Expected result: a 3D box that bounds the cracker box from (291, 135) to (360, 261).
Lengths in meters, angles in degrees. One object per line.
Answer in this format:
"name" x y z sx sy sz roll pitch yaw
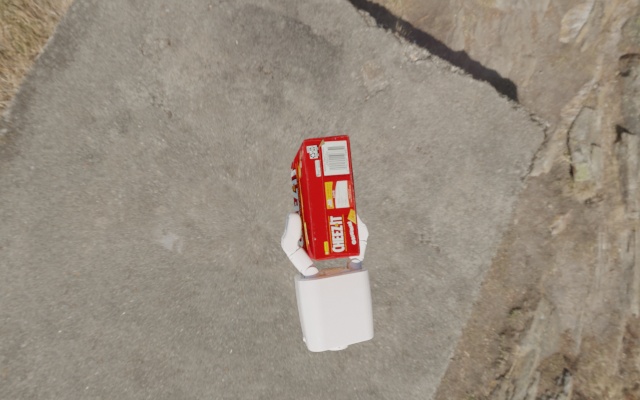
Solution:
"cracker box" 0.000 0.002 0.729 0.072 0.164 0.214 -5 -3 -8
